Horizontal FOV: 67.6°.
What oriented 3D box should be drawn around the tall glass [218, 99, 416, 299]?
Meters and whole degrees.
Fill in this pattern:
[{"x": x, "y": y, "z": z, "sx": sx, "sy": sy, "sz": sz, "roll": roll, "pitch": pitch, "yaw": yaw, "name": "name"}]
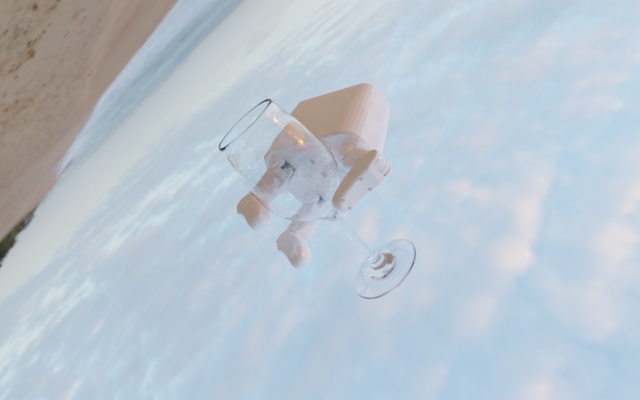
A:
[{"x": 0.001, "y": 0.002, "z": 0.438, "sx": 0.201, "sy": 0.079, "sz": 0.079, "roll": 46, "pitch": -21, "yaw": -22, "name": "tall glass"}]
